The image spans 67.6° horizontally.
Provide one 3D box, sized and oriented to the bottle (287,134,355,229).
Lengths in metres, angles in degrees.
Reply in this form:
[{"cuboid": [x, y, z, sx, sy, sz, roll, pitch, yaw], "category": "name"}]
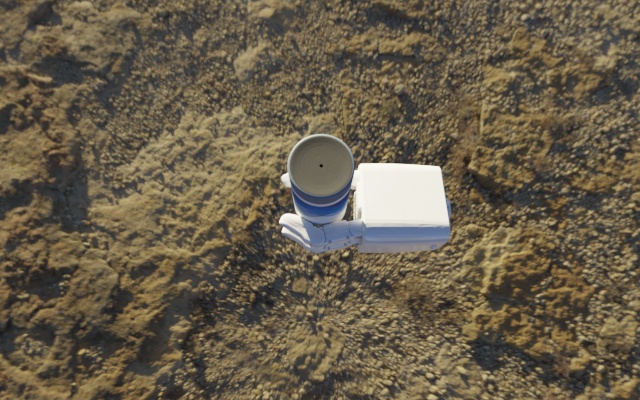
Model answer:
[{"cuboid": [0.000, 0.002, 0.608, 0.069, 0.069, 0.296, 0, -14, 0], "category": "bottle"}]
